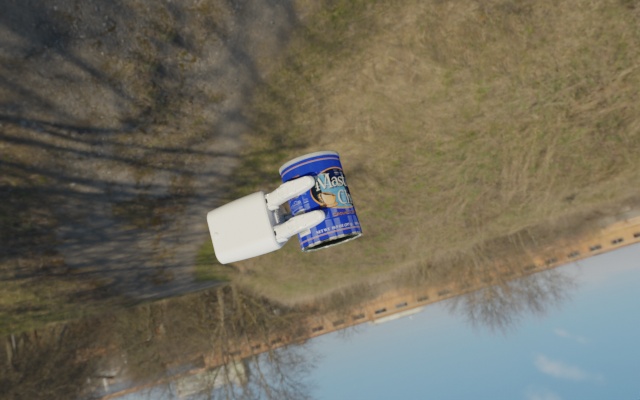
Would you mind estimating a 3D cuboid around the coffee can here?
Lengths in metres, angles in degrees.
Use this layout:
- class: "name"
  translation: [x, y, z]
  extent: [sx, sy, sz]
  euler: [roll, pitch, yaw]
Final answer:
- class: "coffee can"
  translation: [0.000, 0.002, 0.778]
  extent: [0.103, 0.140, 0.103]
  euler: [-16, -11, -3]
